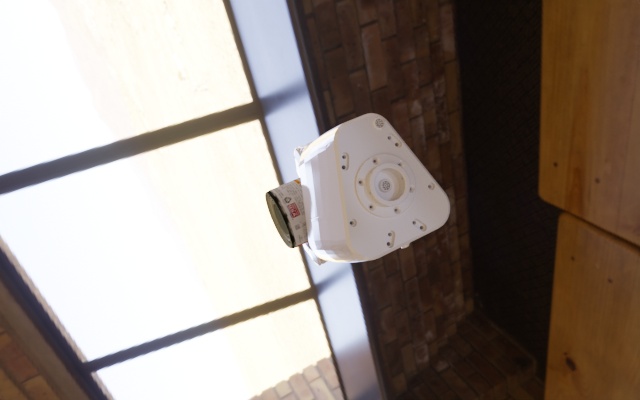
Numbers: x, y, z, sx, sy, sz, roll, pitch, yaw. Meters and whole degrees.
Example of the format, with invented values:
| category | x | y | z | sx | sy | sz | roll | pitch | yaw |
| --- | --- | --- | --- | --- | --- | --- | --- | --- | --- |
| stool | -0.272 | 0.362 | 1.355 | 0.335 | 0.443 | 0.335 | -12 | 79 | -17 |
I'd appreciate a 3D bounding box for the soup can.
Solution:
| category | x | y | z | sx | sy | sz | roll | pitch | yaw |
| --- | --- | --- | --- | --- | --- | --- | --- | --- | --- |
| soup can | 0.000 | 0.002 | 0.514 | 0.102 | 0.068 | 0.068 | -24 | 7 | -16 |
